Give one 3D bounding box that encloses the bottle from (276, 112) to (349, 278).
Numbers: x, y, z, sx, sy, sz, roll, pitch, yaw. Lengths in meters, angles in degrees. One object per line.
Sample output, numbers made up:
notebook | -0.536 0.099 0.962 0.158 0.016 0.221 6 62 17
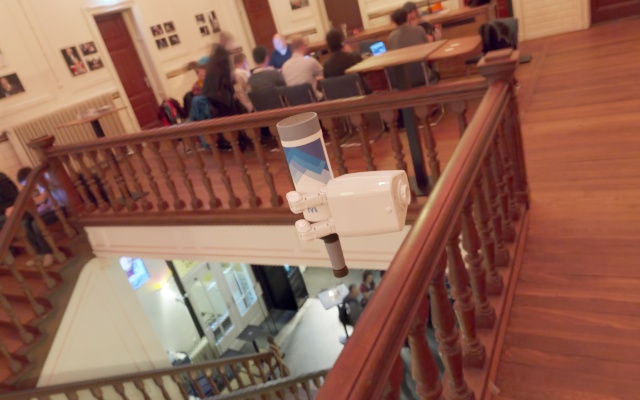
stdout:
bottle | 0.000 0.002 0.809 0.069 0.296 0.069 -14 23 6
